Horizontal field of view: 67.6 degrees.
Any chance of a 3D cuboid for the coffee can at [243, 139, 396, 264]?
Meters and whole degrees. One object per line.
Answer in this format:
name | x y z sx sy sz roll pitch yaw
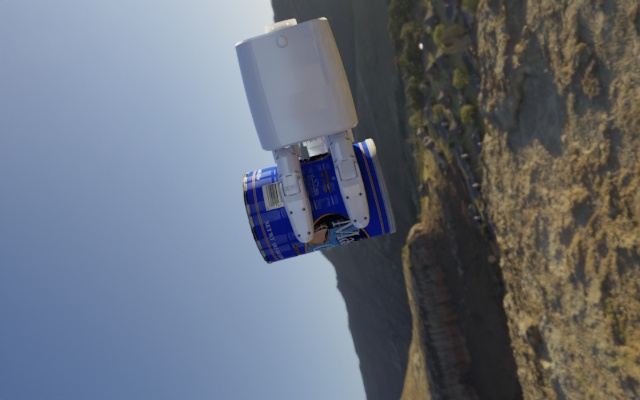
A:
coffee can | 0.000 0.002 0.514 0.140 0.103 0.103 -15 -1 4
